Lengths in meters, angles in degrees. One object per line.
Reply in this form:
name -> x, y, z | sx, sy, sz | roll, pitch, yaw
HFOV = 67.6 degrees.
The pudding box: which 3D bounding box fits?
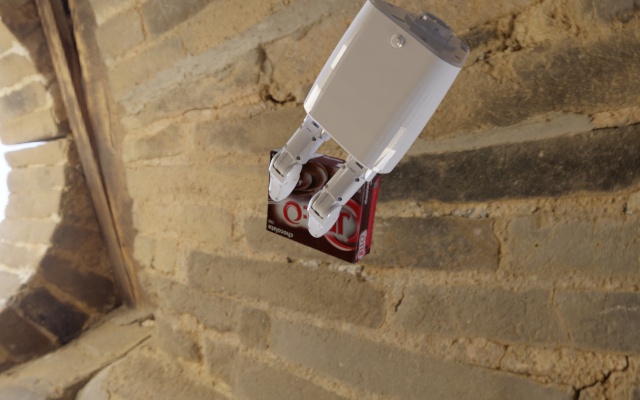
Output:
pudding box -> 0.000, 0.001, 0.476 | 0.113, 0.090, 0.039 | 19, 24, 32
